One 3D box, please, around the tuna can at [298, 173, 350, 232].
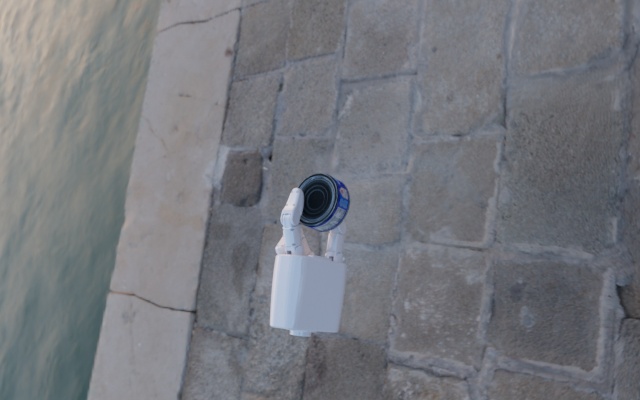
[{"bbox_3d":[0.000,0.002,0.723,0.086,0.086,0.034,0,-16,36],"label":"tuna can"}]
